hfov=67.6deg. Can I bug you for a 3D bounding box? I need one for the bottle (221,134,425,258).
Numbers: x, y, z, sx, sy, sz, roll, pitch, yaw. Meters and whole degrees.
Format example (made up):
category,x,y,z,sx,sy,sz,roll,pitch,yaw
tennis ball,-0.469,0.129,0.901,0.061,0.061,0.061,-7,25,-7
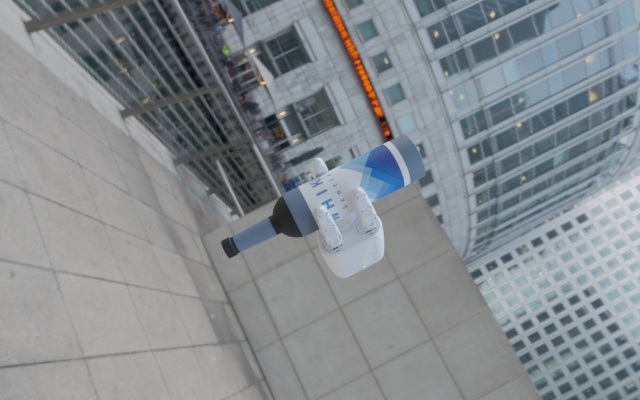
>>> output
category,x,y,z,sx,sy,sz,roll,pitch,yaw
bottle,0.000,0.002,0.666,0.295,0.069,0.069,-27,2,-3
